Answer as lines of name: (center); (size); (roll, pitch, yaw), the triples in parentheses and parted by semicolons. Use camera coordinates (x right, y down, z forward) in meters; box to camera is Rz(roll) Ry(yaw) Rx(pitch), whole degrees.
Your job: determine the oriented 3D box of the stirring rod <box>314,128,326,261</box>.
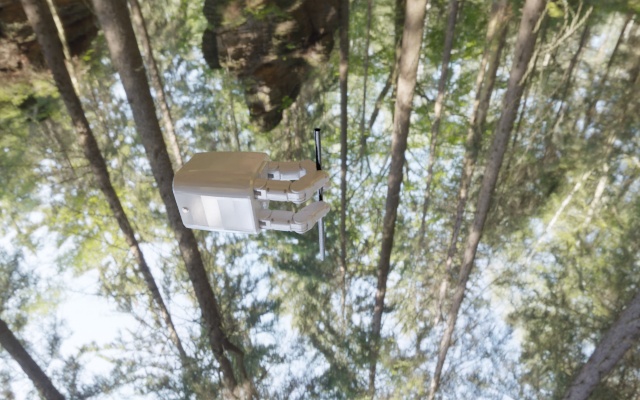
stirring rod: (0.000, 0.002, 0.667); (0.011, 0.240, 0.011); (-1, 42, 1)
